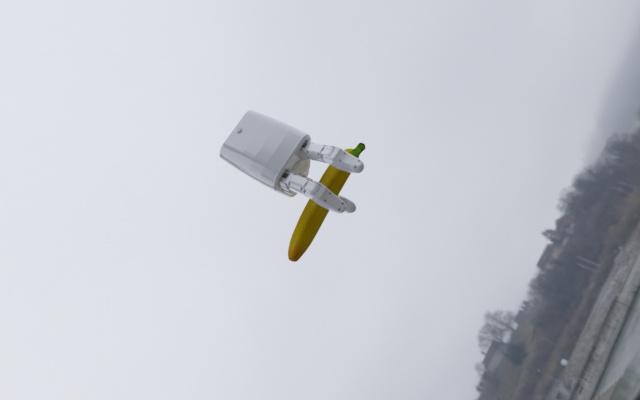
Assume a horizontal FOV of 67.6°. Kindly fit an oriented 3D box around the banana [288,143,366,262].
[{"bbox_3d":[0.003,-0.001,0.708,0.037,0.198,0.069,30,4,1],"label":"banana"}]
